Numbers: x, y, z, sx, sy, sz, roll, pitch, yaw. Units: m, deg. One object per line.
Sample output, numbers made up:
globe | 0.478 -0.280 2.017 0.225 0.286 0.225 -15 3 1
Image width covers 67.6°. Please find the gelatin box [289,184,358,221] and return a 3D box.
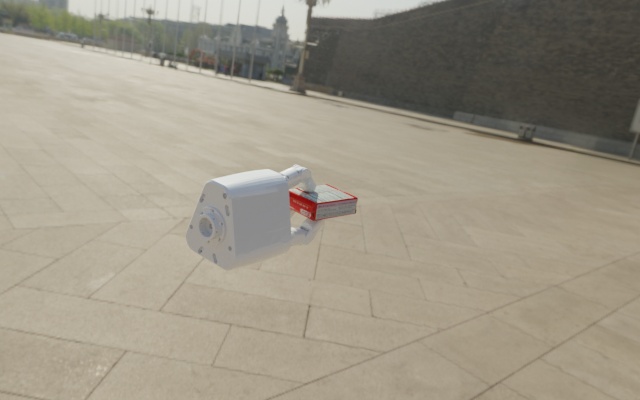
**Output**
gelatin box | 0.000 0.002 0.728 0.089 0.030 0.073 -9 24 -40
